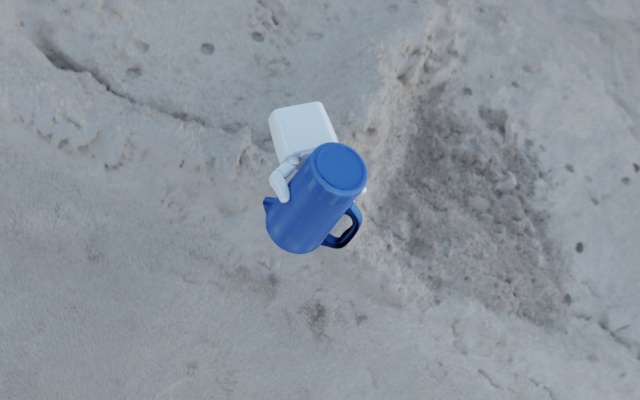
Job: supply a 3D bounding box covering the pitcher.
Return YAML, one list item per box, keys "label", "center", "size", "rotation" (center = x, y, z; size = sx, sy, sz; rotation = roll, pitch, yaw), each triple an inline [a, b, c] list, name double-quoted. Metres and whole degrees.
- label: "pitcher"
  center: [0.000, 0.003, 0.900]
  size: [0.149, 0.145, 0.243]
  rotation: [-7, -23, -27]
